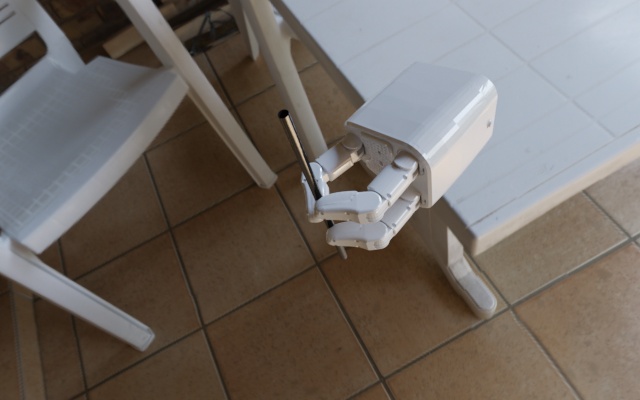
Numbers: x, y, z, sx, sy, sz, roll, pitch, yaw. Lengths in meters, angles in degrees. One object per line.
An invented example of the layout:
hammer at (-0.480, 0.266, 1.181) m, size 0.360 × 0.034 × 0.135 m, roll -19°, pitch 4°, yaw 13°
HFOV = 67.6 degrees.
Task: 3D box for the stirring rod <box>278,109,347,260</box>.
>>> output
stirring rod at (0.000, 0.001, 0.426) m, size 0.011 × 0.011 × 0.240 m, roll 0°, pitch -30°, yaw 14°
